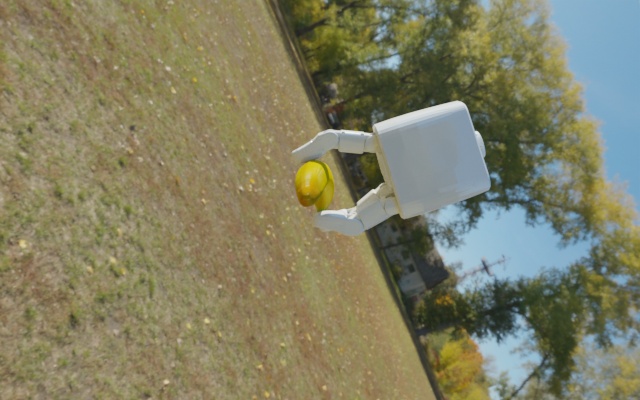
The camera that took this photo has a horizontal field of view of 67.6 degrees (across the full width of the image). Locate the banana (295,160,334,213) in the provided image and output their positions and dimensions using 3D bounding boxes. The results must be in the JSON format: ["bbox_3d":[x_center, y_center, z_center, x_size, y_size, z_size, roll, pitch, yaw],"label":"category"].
[{"bbox_3d":[-0.003,-0.016,0.583,0.037,0.069,0.198,-11,-10,6],"label":"banana"}]
